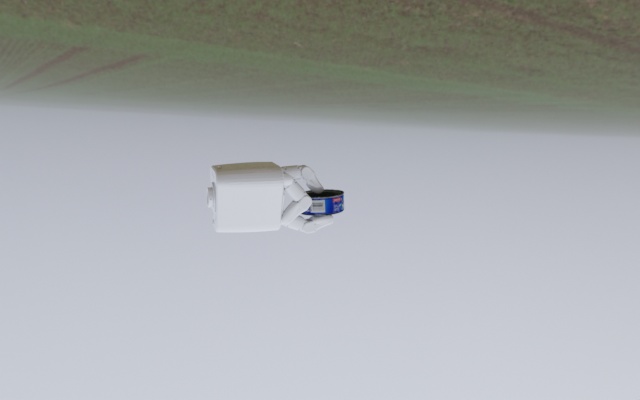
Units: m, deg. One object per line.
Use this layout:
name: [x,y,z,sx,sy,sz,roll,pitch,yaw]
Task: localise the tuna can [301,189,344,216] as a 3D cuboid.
tuna can: [0.000,0.003,0.853,0.086,0.034,0.086,-3,10,0]
